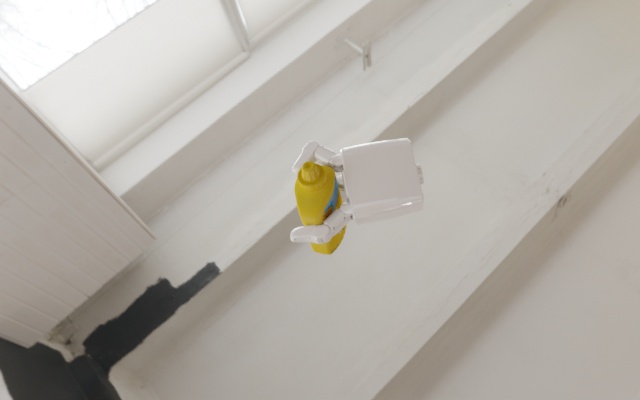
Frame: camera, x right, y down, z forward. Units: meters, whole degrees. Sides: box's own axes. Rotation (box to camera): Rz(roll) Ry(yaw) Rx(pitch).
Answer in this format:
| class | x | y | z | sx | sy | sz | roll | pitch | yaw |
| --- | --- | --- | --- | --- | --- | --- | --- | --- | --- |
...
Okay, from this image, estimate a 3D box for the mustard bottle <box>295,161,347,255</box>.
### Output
| class | x | y | z | sx | sy | sz | roll | pitch | yaw |
| --- | --- | --- | --- | --- | --- | --- | --- | --- | --- |
| mustard bottle | 0.000 | 0.003 | 0.734 | 0.058 | 0.096 | 0.192 | 10 | -28 | 17 |
